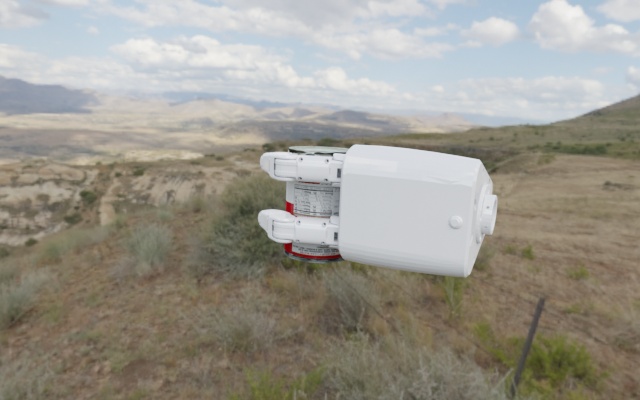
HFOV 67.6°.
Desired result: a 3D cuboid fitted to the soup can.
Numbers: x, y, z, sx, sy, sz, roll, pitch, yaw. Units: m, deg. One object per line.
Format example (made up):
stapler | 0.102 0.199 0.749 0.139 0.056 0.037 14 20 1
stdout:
soup can | 0.000 0.001 0.458 0.068 0.102 0.068 3 10 0
